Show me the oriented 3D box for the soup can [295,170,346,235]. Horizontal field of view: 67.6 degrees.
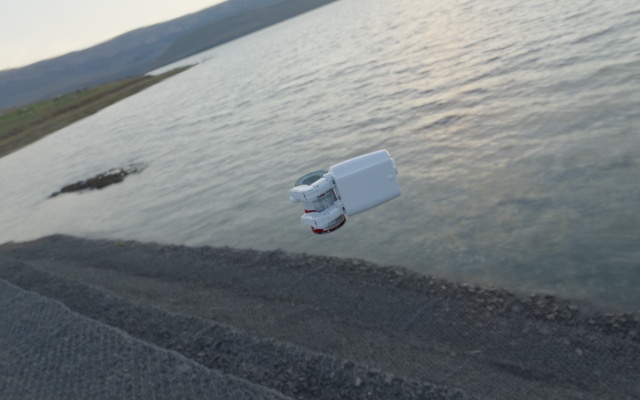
[{"bbox_3d":[0.000,0.003,0.891,0.068,0.102,0.068,-18,21,7],"label":"soup can"}]
